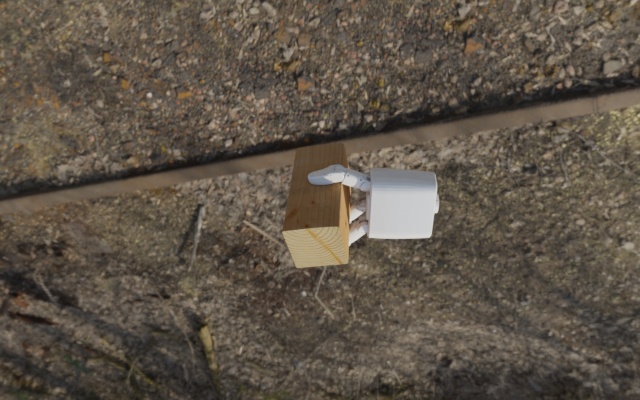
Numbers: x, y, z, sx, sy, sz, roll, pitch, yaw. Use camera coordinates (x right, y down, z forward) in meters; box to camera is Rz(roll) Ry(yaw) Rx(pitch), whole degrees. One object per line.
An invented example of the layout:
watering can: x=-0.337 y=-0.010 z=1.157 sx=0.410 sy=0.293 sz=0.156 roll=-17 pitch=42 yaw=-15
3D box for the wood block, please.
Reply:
wood block: x=0.000 y=0.002 z=0.813 sx=0.090 sy=0.091 sz=0.206 roll=-6 pitch=43 yaw=11
